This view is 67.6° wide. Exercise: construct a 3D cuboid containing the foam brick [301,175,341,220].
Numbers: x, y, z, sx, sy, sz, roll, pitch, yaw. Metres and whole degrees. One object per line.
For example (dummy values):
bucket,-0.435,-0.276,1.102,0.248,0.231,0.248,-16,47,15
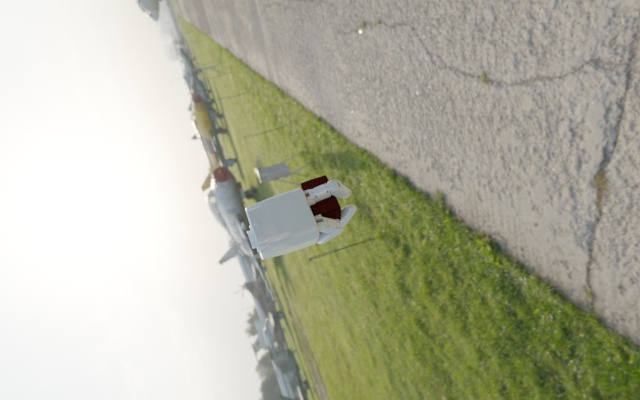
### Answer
foam brick,0.000,0.003,0.879,0.051,0.078,0.053,-19,-28,-9
